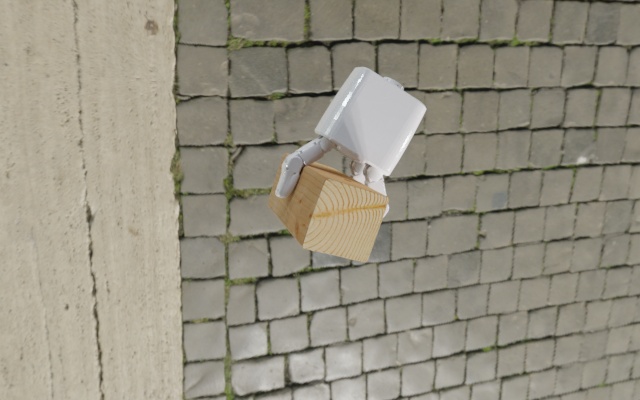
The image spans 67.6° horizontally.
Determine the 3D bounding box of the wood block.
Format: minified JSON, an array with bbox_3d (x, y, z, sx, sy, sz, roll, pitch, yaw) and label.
[{"bbox_3d":[0.000,0.002,0.666,0.091,0.090,0.206,16,8,-21],"label":"wood block"}]
